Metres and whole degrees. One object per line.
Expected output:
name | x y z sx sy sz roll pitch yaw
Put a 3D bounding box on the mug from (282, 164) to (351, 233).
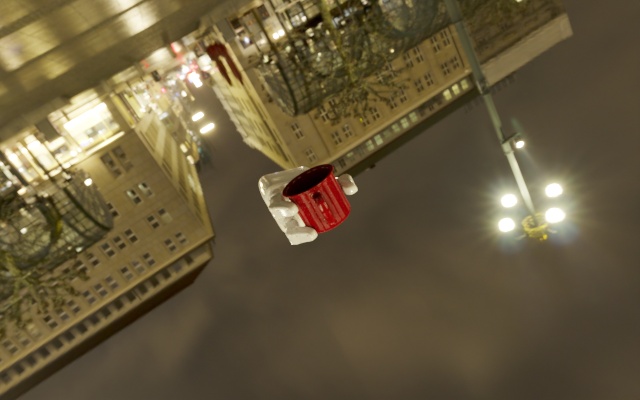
mug | 0.001 0.003 0.769 0.093 0.081 0.117 -31 22 -3
